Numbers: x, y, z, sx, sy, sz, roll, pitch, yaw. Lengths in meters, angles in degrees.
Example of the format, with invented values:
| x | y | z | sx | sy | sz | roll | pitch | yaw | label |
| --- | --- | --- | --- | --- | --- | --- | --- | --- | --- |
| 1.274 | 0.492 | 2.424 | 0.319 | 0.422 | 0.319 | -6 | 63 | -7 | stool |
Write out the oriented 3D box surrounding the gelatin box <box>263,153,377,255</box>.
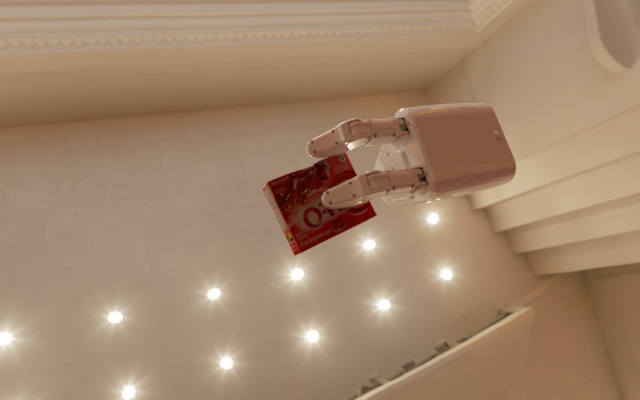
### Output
| x | y | z | sx | sy | sz | roll | pitch | yaw | label |
| --- | --- | --- | --- | --- | --- | --- | --- | --- | --- |
| 0.000 | 0.002 | 0.463 | 0.089 | 0.073 | 0.030 | -24 | -5 | -21 | gelatin box |
